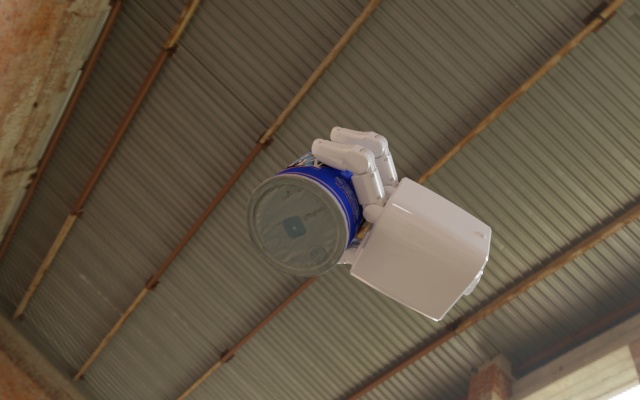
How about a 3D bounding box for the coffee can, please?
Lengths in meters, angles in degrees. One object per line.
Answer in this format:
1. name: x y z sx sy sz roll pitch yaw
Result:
1. coffee can: 0.000 0.002 0.500 0.103 0.103 0.140 0 21 22
